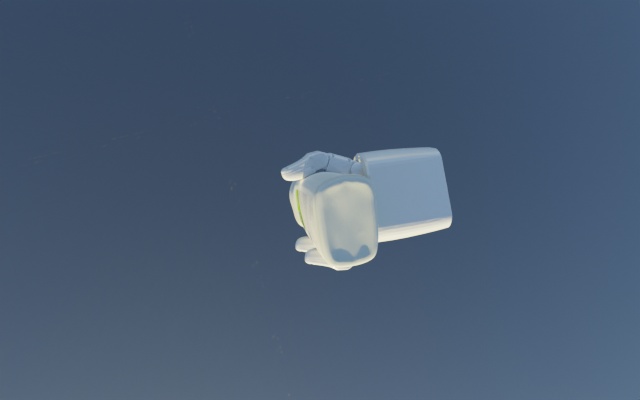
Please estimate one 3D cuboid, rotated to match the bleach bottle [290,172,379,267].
[{"bbox_3d":[0.000,0.002,0.614,0.068,0.102,0.250,-9,13,-12],"label":"bleach bottle"}]
